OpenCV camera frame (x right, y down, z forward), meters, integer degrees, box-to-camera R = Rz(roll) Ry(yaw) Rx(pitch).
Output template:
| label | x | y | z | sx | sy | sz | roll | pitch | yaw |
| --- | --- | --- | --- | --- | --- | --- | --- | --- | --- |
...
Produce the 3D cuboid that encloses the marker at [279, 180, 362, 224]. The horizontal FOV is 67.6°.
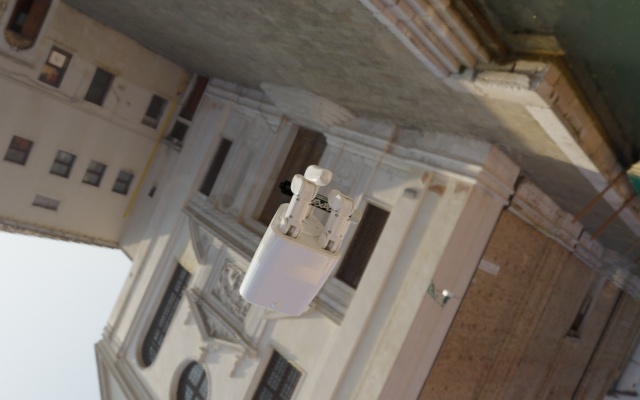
| label | x | y | z | sx | sy | sz | roll | pitch | yaw |
| --- | --- | --- | --- | --- | --- | --- | --- | --- | --- |
| marker | 0.000 | 0.002 | 0.639 | 0.121 | 0.020 | 0.020 | 23 | -8 | -19 |
